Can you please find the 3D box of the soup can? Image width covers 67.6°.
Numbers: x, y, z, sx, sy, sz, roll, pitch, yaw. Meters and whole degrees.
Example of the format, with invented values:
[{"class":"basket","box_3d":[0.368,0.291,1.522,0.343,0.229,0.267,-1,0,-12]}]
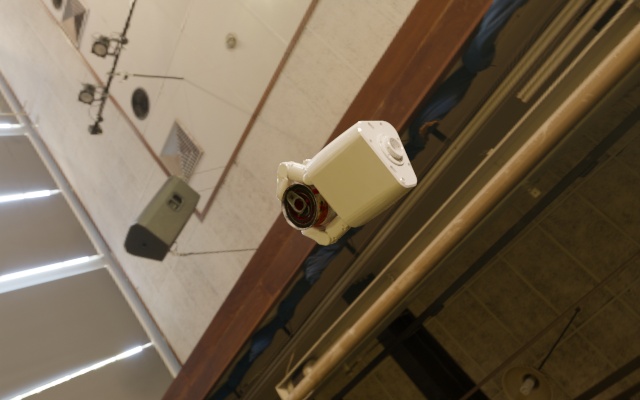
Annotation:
[{"class":"soup can","box_3d":[0.000,0.003,0.716,0.068,0.068,0.102,0,8,38]}]
